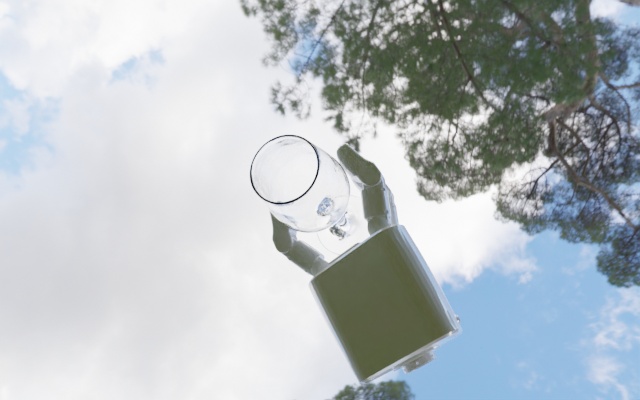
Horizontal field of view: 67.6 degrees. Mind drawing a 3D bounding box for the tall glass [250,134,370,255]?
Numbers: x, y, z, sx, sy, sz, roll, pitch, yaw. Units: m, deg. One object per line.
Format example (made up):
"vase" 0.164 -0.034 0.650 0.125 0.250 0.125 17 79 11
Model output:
"tall glass" 0.000 0.002 0.482 0.079 0.079 0.201 0 -16 19
